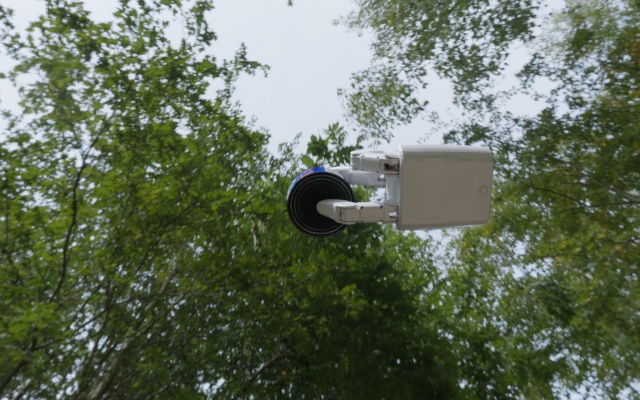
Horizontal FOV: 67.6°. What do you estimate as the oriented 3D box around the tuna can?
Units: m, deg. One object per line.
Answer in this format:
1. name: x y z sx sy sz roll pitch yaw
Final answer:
1. tuna can: 0.000 0.002 0.601 0.086 0.086 0.033 0 16 -5
